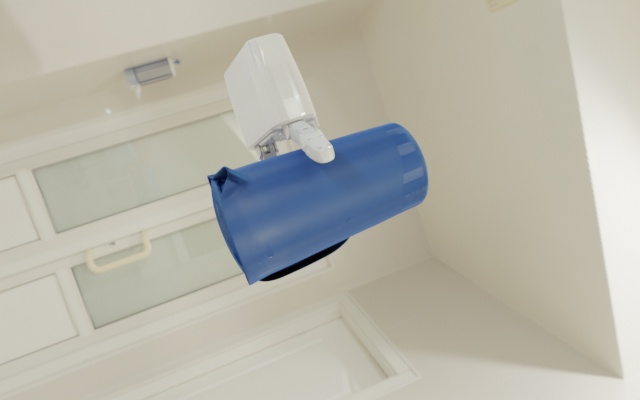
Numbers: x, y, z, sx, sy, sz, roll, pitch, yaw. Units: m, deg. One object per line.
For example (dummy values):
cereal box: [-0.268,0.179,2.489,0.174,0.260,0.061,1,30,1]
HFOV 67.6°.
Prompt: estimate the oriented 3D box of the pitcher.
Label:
pitcher: [0.000,0.002,0.573,0.243,0.145,0.149,-21,-1,-13]
